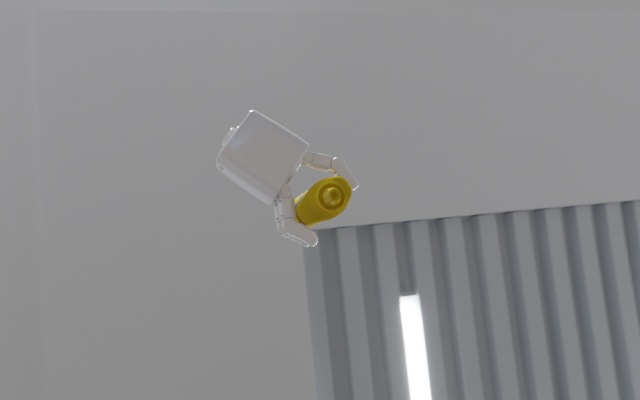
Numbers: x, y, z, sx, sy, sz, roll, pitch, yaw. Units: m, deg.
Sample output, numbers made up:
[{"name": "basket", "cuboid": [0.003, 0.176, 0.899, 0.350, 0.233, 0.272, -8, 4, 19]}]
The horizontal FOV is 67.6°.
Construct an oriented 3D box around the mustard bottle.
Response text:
[{"name": "mustard bottle", "cuboid": [0.000, 0.003, 0.746, 0.096, 0.058, 0.191, -33, 1, -14]}]
